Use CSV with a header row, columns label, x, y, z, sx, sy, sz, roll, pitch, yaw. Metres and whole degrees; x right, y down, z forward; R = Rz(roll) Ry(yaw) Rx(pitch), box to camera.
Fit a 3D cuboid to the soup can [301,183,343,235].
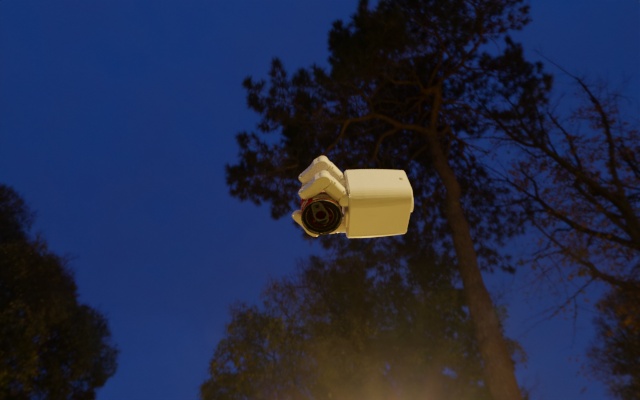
label,x,y,z,sx,sy,sz,roll,pitch,yaw
soup can,0.000,0.003,0.821,0.068,0.068,0.102,0,31,-3
